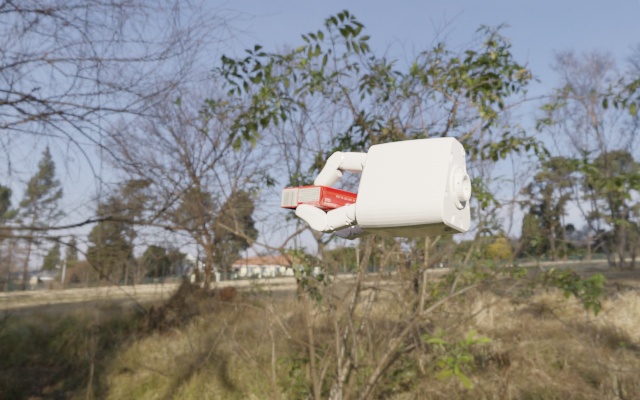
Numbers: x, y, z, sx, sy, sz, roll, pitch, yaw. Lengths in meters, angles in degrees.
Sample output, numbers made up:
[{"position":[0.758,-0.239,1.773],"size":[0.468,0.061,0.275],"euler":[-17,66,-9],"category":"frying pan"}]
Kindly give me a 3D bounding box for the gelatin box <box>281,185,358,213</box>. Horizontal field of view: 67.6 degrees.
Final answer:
[{"position":[0.000,0.002,0.660],"size":[0.073,0.030,0.089],"euler":[14,-11,-40],"category":"gelatin box"}]
